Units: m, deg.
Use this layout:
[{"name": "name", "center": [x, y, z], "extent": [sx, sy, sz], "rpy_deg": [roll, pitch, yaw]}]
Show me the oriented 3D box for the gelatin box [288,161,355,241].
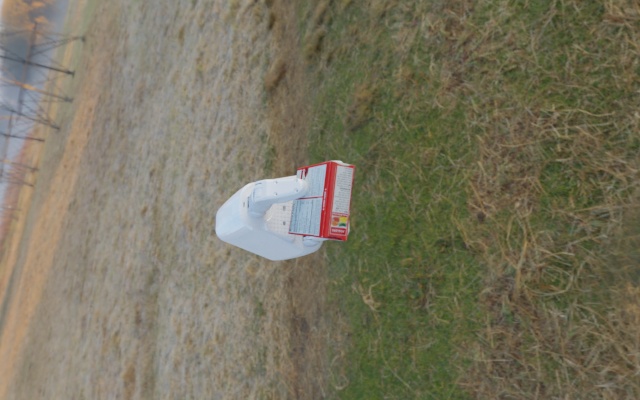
[{"name": "gelatin box", "center": [0.000, 0.002, 0.484], "extent": [0.030, 0.073, 0.089], "rpy_deg": [9, -5, -24]}]
